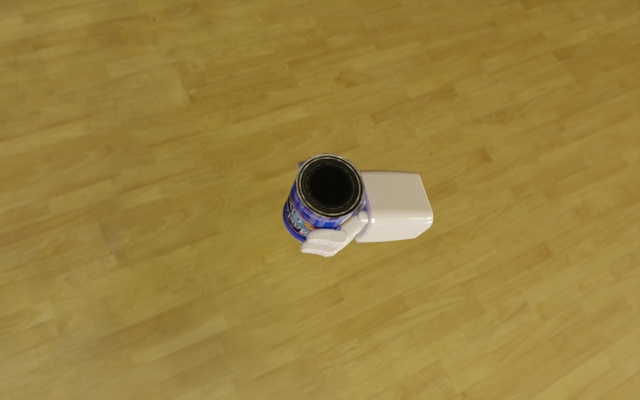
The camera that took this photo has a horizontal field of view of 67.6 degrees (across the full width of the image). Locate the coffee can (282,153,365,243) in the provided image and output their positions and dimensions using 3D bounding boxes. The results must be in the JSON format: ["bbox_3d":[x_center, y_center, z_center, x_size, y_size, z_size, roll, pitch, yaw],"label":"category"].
[{"bbox_3d":[0.000,0.002,0.750,0.103,0.102,0.140,0,-21,-13],"label":"coffee can"}]
